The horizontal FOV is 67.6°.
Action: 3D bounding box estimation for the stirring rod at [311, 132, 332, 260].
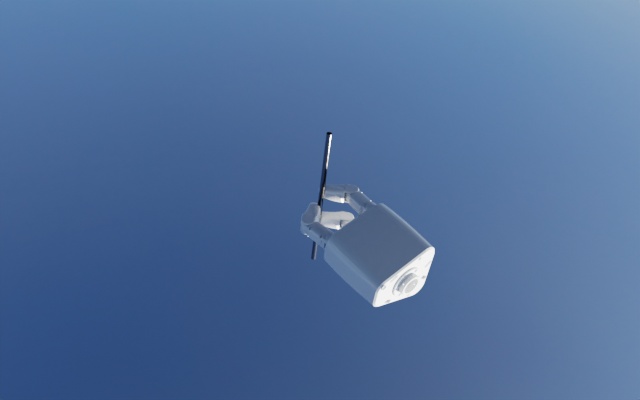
[{"bbox_3d":[0.000,0.002,0.728,0.011,0.240,0.011,5,38,-4],"label":"stirring rod"}]
